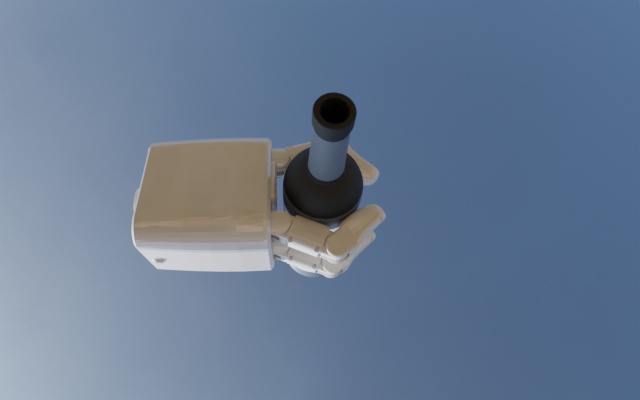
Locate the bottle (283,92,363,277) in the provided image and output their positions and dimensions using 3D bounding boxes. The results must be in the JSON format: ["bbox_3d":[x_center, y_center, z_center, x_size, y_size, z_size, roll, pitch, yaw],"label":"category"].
[{"bbox_3d":[0.000,0.001,0.428,0.069,0.069,0.296,0,-23,-4],"label":"bottle"}]
